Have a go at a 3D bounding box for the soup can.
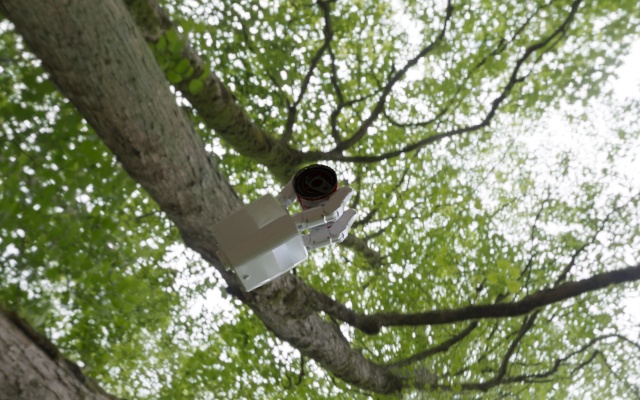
[{"bbox_3d":[0.001,0.002,0.741,0.068,0.068,0.102,0,-39,13],"label":"soup can"}]
